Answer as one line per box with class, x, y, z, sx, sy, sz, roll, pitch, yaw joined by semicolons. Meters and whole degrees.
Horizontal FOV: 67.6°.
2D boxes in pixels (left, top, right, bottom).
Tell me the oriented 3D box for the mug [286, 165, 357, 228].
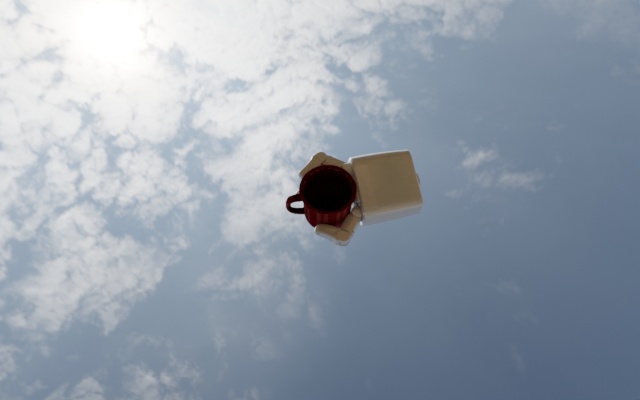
mug;-0.001;0.003;0.800;0.117;0.093;0.081;-10;-28;-6
